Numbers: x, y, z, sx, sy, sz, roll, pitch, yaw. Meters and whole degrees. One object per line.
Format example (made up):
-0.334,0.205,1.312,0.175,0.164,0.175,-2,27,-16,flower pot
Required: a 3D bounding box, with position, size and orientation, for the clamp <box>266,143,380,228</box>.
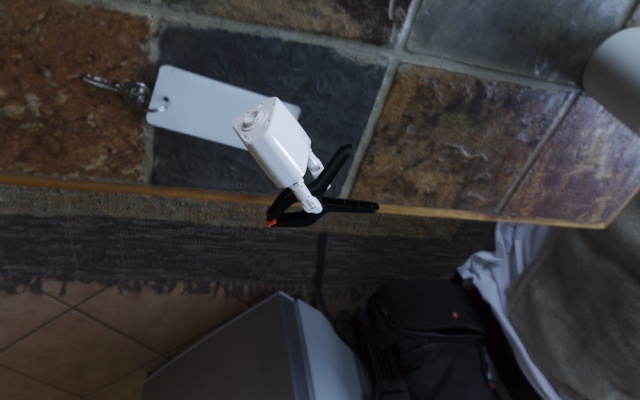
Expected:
0.000,0.003,0.881,0.210,0.165,0.036,-29,36,11,clamp
